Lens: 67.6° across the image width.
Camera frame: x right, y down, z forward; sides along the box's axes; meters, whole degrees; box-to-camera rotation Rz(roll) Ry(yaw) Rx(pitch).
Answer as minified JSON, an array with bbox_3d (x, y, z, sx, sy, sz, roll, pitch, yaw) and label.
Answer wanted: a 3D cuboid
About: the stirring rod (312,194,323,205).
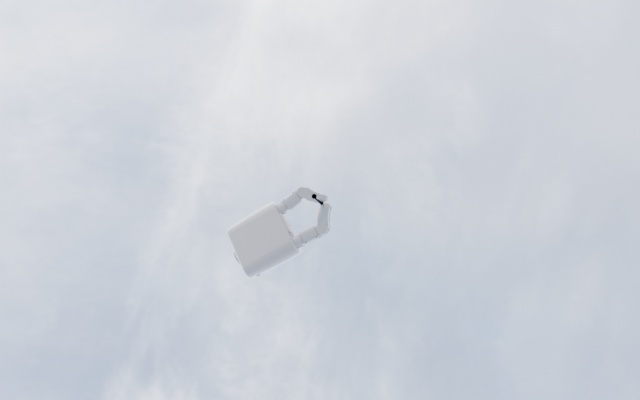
[{"bbox_3d":[0.000,0.003,0.852,0.011,0.011,0.239,0,-4,5],"label":"stirring rod"}]
